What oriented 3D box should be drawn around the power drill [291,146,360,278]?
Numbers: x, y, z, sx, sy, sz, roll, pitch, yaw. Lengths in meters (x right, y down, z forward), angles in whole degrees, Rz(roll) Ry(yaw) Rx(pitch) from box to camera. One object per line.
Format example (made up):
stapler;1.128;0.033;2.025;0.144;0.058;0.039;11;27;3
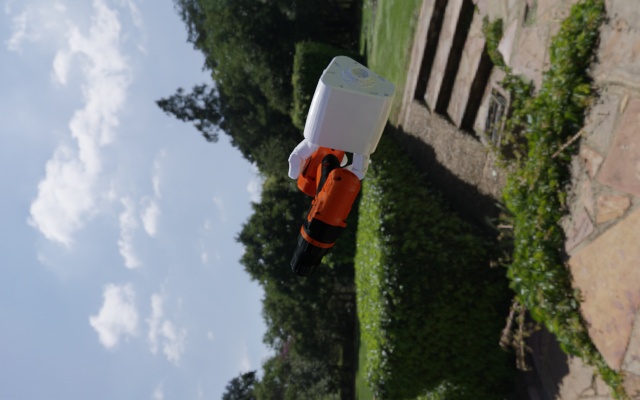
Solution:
power drill;0.000;0.002;0.739;0.057;0.184;0.187;19;29;-16
